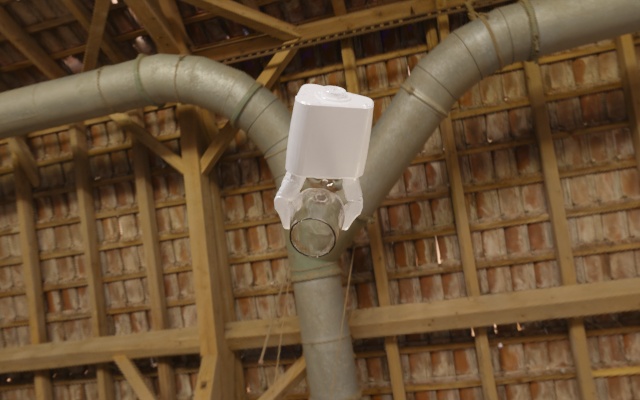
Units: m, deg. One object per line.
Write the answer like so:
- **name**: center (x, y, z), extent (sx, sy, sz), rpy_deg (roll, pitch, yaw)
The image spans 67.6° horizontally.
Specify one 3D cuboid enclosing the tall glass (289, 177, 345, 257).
- **tall glass**: center (0.000, 0.002, 0.710), extent (0.079, 0.079, 0.201), rpy_deg (0, 29, 7)
